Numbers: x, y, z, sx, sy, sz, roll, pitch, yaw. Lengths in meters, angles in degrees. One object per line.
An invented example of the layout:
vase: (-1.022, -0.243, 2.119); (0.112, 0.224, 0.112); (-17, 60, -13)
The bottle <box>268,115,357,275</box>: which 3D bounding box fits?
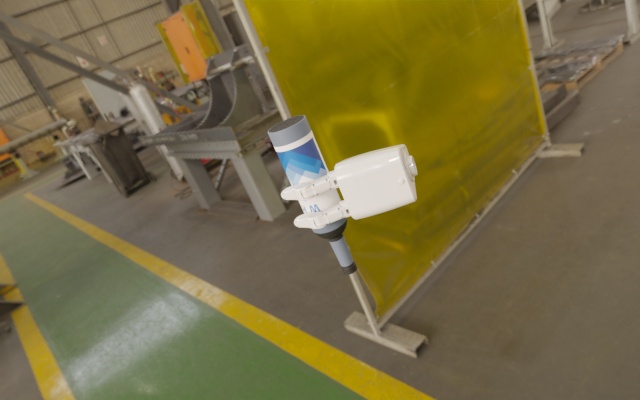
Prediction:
bottle: (0.000, 0.002, 0.818); (0.069, 0.296, 0.069); (-20, 22, 9)
